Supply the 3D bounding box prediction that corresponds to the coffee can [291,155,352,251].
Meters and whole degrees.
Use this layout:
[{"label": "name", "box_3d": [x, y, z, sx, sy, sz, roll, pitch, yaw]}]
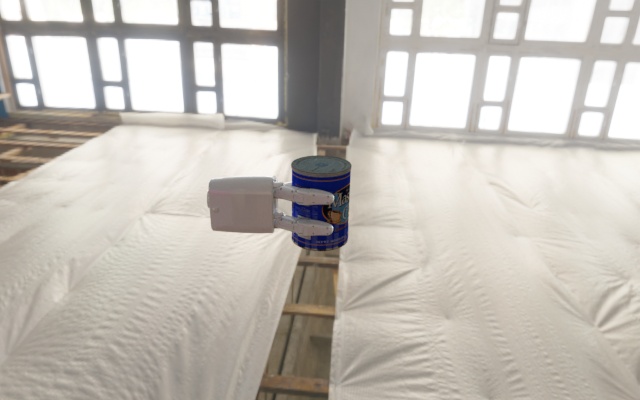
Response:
[{"label": "coffee can", "box_3d": [0.000, 0.003, 0.831, 0.103, 0.140, 0.102, 1, 22, 0]}]
